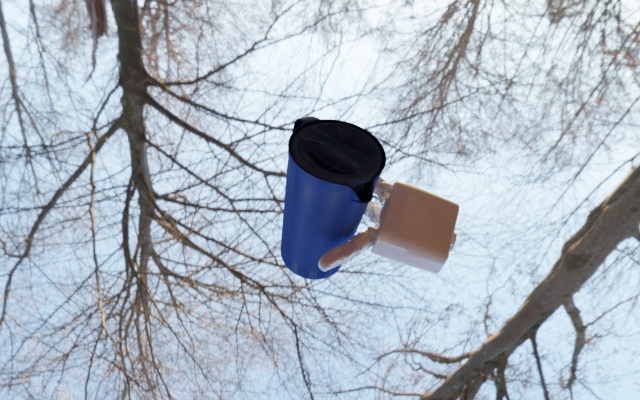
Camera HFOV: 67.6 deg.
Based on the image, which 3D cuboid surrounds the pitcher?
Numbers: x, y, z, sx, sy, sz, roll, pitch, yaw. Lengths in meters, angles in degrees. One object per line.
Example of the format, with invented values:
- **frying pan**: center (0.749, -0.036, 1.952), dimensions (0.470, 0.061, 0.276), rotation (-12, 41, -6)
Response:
- **pitcher**: center (0.000, 0.002, 0.722), dimensions (0.145, 0.243, 0.149), rotation (18, 46, 4)
